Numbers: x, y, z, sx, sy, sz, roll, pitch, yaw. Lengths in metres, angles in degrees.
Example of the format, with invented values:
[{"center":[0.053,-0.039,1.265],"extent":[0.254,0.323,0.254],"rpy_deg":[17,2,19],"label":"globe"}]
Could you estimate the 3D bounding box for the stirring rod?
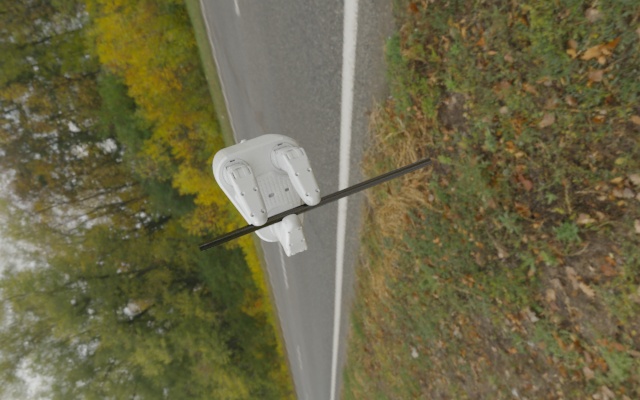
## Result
[{"center":[0.000,0.002,0.459],"extent":[0.239,0.011,0.011],"rpy_deg":[-21,4,-12],"label":"stirring rod"}]
